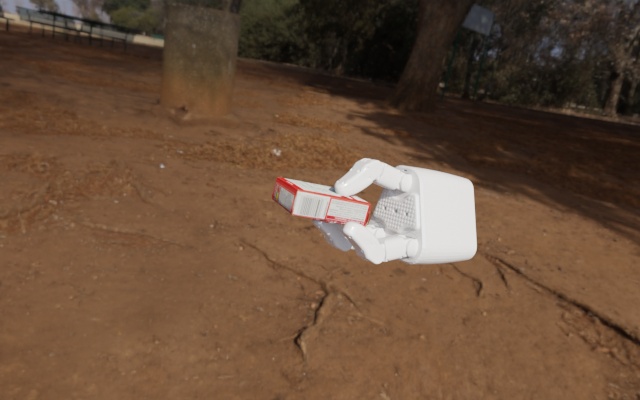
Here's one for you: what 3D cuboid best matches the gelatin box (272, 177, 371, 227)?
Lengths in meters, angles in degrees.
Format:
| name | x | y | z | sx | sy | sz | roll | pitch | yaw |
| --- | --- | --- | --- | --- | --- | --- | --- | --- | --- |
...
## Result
| name | x | y | z | sx | sy | sz | roll | pitch | yaw |
| --- | --- | --- | --- | --- | --- | --- | --- | --- | --- |
| gelatin box | 0.000 | 0.001 | 0.522 | 0.089 | 0.030 | 0.073 | 11 | 9 | -24 |
